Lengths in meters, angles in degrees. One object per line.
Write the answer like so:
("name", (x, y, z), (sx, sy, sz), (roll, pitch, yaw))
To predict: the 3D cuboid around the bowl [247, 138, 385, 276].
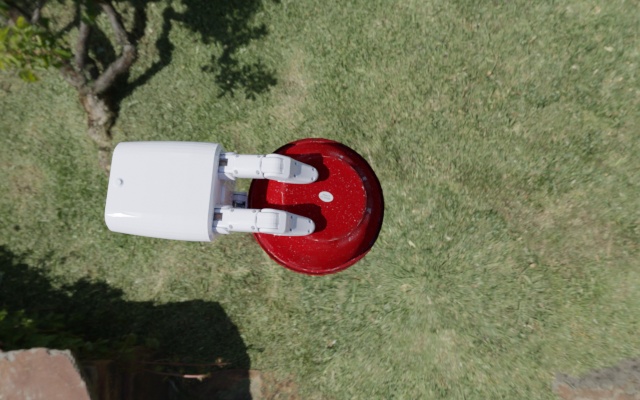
("bowl", (0.001, 0.001, 0.529), (0.162, 0.162, 0.055), (0, -9, -9))
